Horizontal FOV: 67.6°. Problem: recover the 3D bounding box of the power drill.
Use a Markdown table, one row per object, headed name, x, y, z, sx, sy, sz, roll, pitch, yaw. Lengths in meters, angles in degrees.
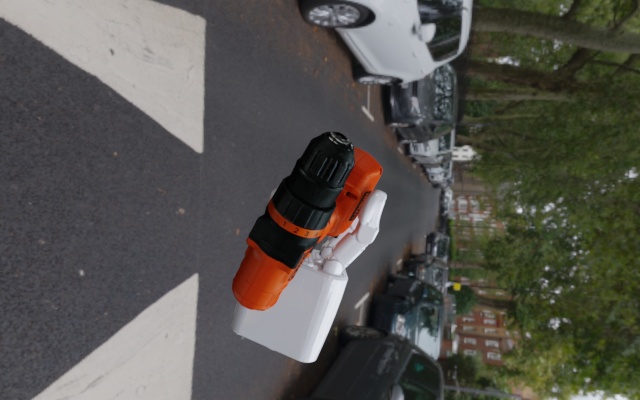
| name | x | y | z | sx | sy | sz | roll | pitch | yaw |
| --- | --- | --- | --- | --- | --- | --- | --- | --- | --- |
| power drill | 0.000 | 0.002 | 0.465 | 0.057 | 0.184 | 0.187 | 37 | 28 | 10 |
